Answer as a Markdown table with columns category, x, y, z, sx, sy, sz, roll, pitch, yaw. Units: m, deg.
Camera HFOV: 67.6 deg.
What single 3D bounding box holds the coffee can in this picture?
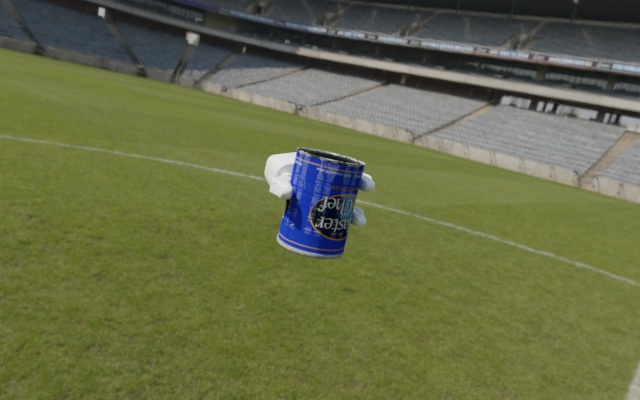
| category | x | y | z | sx | sy | sz | roll | pitch | yaw |
| --- | --- | --- | --- | --- | --- | --- | --- | --- | --- |
| coffee can | 0.000 | 0.002 | 0.700 | 0.103 | 0.140 | 0.102 | 13 | 11 | -3 |
